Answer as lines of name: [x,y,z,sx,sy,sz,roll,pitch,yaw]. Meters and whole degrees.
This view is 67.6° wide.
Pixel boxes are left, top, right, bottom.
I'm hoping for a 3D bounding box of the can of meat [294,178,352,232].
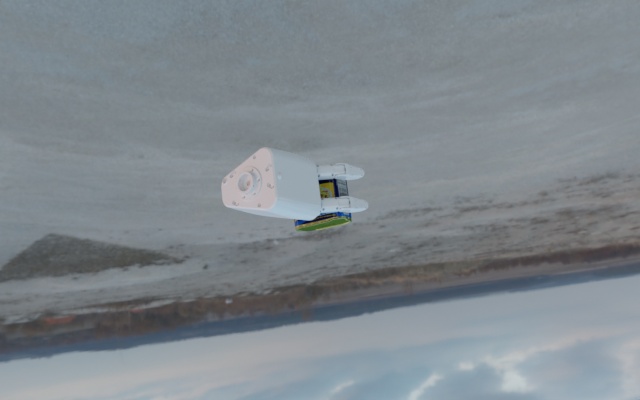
can of meat: [0.000,0.003,0.804,0.102,0.084,0.057,-15,-16,28]
